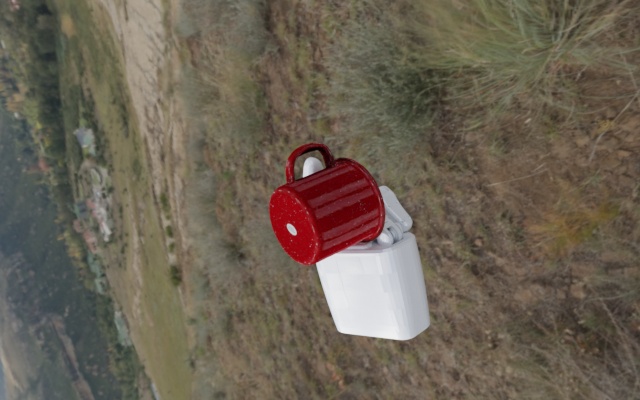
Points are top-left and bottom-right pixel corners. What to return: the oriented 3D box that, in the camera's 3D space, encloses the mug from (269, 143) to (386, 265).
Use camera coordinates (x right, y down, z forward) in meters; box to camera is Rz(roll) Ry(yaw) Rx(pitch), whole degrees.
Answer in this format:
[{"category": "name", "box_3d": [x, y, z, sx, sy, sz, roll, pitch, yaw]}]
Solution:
[{"category": "mug", "box_3d": [0.000, 0.000, 0.471, 0.081, 0.117, 0.093, -23, 14, -33]}]
